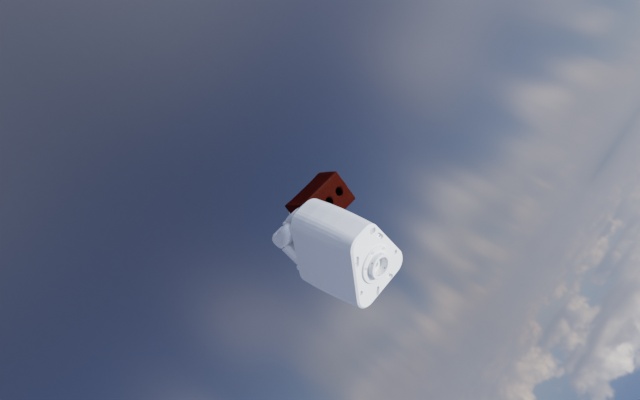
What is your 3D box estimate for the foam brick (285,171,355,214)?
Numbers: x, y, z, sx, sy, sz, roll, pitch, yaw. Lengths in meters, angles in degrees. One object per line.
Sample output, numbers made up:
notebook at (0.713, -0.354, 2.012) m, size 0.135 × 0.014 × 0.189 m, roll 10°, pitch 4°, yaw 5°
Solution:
foam brick at (0.000, 0.002, 0.682) m, size 0.078 × 0.053 × 0.051 m, roll -46°, pitch 20°, yaw -24°
